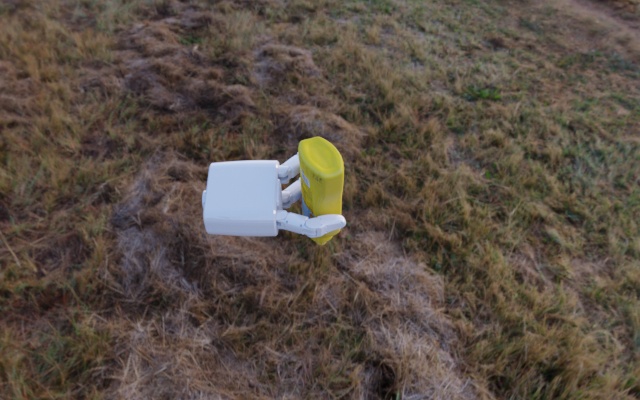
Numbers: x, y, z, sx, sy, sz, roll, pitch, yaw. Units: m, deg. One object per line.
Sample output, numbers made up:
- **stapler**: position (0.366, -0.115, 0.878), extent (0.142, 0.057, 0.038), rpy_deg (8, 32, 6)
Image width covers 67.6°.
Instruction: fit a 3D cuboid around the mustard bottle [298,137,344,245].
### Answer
- **mustard bottle**: position (0.000, 0.002, 0.749), extent (0.058, 0.192, 0.096), rpy_deg (-18, 47, -17)
